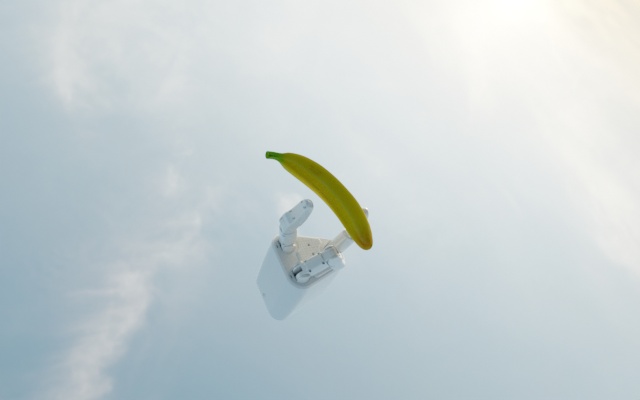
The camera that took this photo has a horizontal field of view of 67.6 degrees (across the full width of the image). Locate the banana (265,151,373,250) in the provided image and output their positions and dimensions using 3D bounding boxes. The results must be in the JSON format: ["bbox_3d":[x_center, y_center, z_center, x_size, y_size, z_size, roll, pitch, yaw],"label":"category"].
[{"bbox_3d":[0.008,-0.007,0.676,0.197,0.037,0.069,41,43,13],"label":"banana"}]
